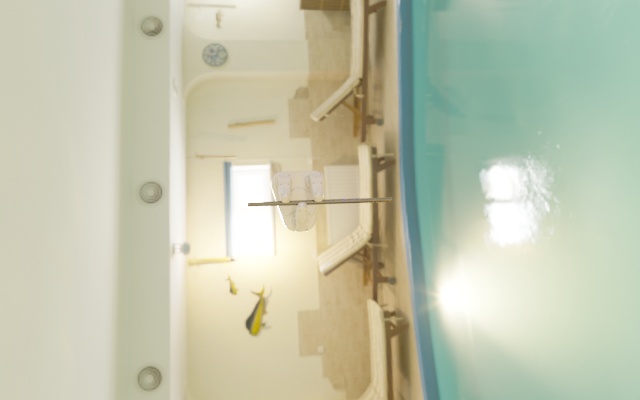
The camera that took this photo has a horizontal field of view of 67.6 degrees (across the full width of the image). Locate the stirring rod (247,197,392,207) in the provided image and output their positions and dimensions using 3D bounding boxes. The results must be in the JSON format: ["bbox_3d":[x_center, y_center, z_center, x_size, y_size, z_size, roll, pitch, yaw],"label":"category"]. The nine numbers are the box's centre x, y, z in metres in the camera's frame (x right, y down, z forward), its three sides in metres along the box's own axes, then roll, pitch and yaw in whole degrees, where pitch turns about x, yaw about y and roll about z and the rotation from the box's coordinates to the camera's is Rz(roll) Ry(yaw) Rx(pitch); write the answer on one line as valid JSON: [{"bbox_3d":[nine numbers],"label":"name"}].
[{"bbox_3d":[0.000,0.003,0.792,0.239,0.011,0.011,-2,0,-6],"label":"stirring rod"}]
